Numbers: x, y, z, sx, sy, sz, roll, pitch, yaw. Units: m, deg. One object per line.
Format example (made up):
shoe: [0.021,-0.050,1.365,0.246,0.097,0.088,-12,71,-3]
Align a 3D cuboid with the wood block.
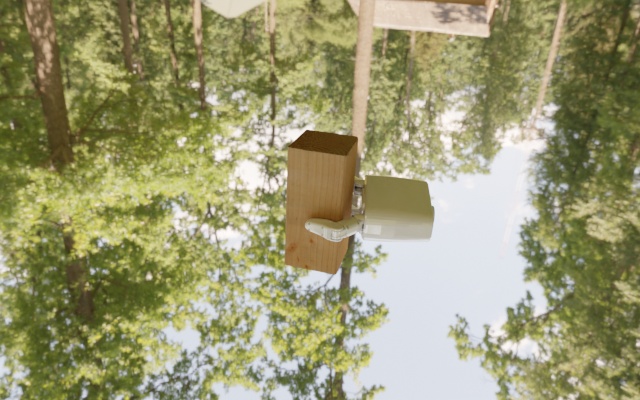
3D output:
wood block: [0.000,0.003,0.764,0.090,0.206,0.090,10,27,13]
